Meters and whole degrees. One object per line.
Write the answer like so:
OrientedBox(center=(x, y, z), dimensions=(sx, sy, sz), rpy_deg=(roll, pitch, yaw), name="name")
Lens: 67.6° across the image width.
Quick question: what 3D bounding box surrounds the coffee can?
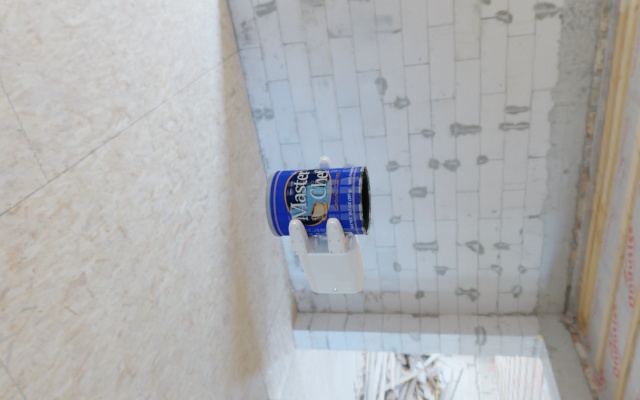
OrientedBox(center=(0.000, 0.002, 0.719), dimensions=(0.140, 0.103, 0.103), rpy_deg=(-2, -1, 13), name="coffee can")
